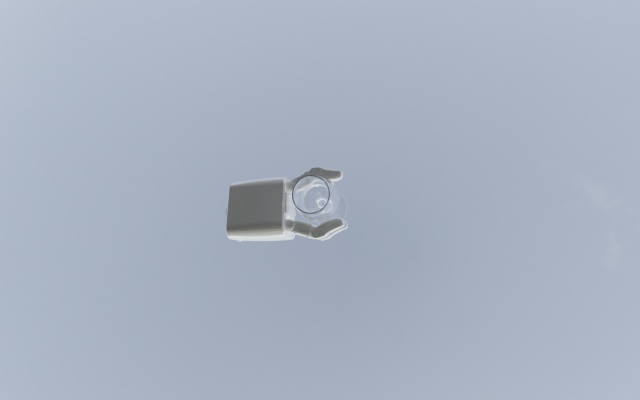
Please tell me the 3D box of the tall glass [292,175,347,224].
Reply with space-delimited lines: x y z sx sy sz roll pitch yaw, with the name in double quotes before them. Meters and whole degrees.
"tall glass" 0.000 0.003 0.850 0.079 0.079 0.201 0 -7 9
